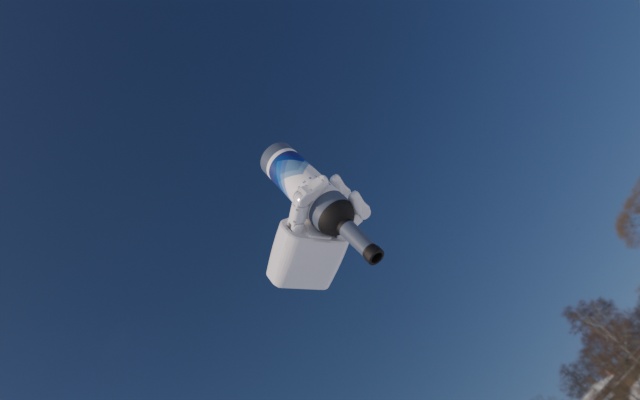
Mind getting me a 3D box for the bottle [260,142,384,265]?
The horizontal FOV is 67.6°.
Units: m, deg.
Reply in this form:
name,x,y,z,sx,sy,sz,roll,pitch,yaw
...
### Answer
name,x,y,z,sx,sy,sz,roll,pitch,yaw
bottle,0.000,0.002,0.766,0.069,0.069,0.295,0,32,-40
